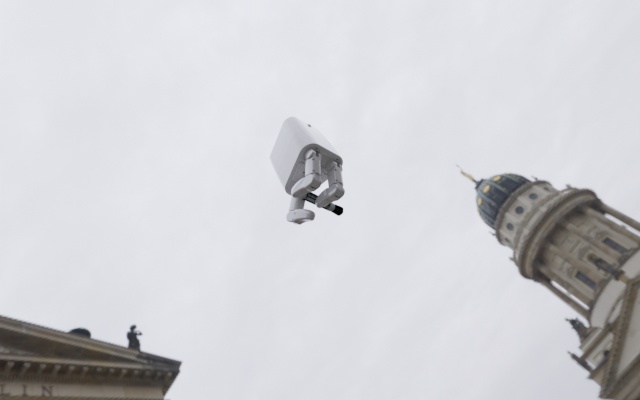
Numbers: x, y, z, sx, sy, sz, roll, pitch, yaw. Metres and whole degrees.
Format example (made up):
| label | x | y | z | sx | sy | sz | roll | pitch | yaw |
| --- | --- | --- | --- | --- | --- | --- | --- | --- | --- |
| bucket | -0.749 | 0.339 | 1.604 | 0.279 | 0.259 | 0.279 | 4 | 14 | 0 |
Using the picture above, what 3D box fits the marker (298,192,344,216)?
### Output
| label | x | y | z | sx | sy | sz | roll | pitch | yaw |
| --- | --- | --- | --- | --- | --- | --- | --- | --- | --- |
| marker | 0.000 | 0.003 | 0.875 | 0.020 | 0.020 | 0.121 | 0 | -19 | 45 |
